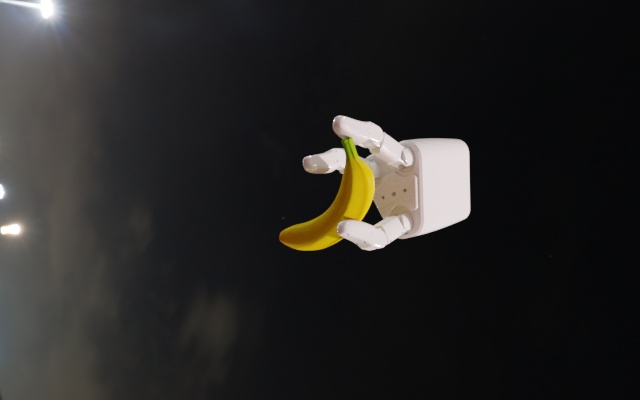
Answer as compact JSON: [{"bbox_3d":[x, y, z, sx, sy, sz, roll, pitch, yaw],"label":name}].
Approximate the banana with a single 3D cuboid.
[{"bbox_3d":[0.011,0.015,0.556,0.037,0.069,0.198,-14,-28,-40],"label":"banana"}]
